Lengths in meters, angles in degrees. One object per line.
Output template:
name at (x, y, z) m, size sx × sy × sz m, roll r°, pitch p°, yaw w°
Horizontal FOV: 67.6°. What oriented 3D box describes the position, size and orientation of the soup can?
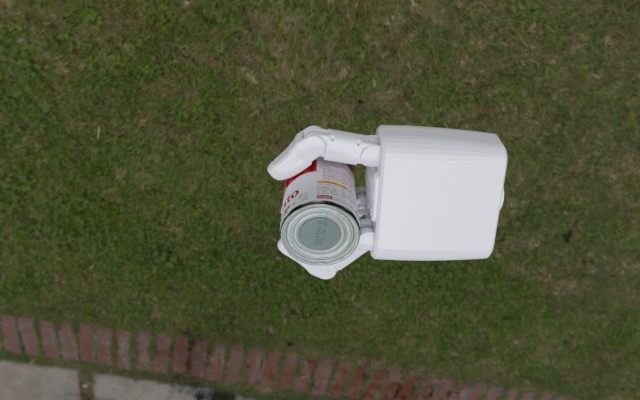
soup can at (0.000, 0.001, 0.428) m, size 0.068 × 0.068 × 0.102 m, roll 0°, pitch 34°, yaw 0°
